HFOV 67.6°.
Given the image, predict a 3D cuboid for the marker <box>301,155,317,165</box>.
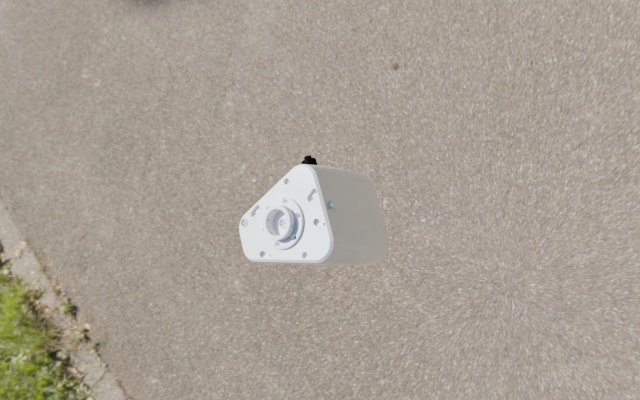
[{"bbox_3d":[0.000,0.002,0.573,0.020,0.121,0.020,-15,-15,-4],"label":"marker"}]
